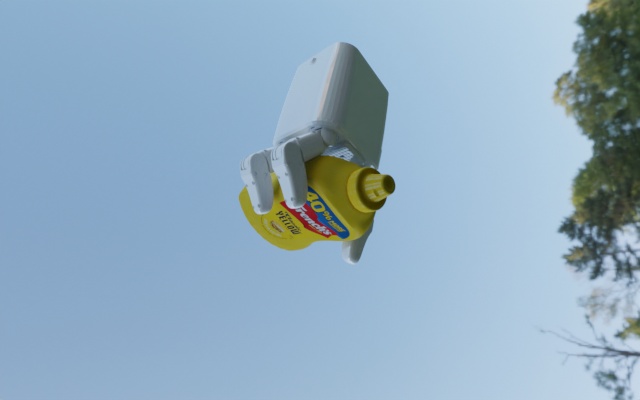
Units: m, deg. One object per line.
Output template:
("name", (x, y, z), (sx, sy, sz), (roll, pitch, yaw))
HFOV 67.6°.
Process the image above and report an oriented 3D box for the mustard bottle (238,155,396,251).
("mustard bottle", (0.000, 0.002, 0.487), (0.191, 0.096, 0.058), (-15, 30, 49))
